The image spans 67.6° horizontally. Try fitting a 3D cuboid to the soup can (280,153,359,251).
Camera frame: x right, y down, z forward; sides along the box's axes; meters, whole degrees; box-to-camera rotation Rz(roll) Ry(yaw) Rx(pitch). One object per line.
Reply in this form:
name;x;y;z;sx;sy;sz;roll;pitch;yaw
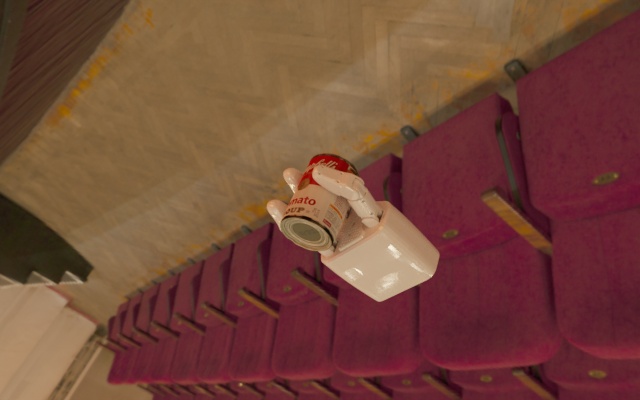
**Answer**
soup can;0.000;0.002;0.580;0.068;0.102;0.069;16;-34;12
